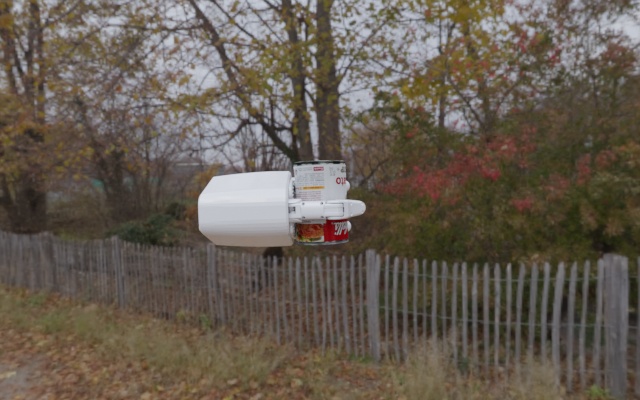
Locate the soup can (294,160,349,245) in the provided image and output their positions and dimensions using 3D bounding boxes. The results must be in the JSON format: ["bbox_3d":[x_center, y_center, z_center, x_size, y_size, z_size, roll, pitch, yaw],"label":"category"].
[{"bbox_3d":[0.001,0.002,0.607,0.068,0.102,0.068,-2,2,0],"label":"soup can"}]
